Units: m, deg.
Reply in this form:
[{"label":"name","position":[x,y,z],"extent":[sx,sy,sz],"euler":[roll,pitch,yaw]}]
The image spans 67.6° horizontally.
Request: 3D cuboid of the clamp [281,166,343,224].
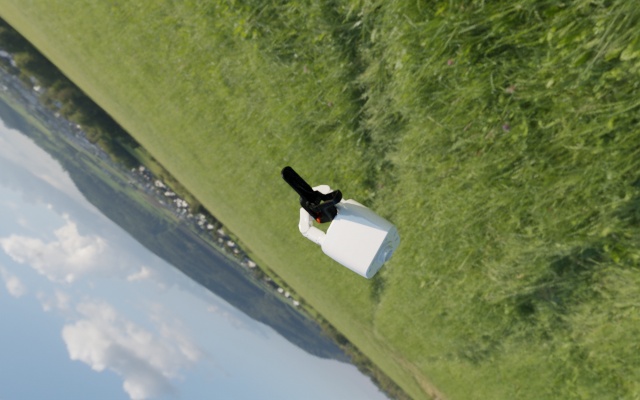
[{"label":"clamp","position":[0.000,0.003,0.884],"extent":[0.120,0.039,0.171],"euler":[29,-14,28]}]
